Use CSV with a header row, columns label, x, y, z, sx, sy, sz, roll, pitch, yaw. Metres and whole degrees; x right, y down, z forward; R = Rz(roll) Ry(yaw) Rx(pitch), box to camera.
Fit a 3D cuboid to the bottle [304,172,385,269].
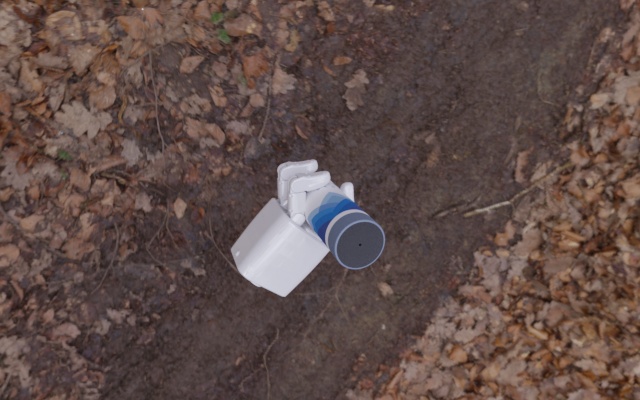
label,x,y,z,sx,sy,sz,roll,pitch,yaw
bottle,0.000,0.002,0.703,0.069,0.069,0.295,0,21,-20
